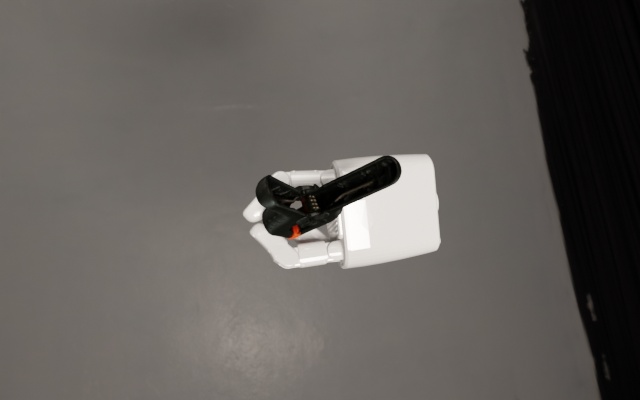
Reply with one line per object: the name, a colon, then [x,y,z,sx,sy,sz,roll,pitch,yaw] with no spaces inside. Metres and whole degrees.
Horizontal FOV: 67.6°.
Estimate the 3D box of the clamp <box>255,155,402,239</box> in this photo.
clamp: [0.000,0.002,0.436,0.120,0.039,0.171,-7,-11,-10]
